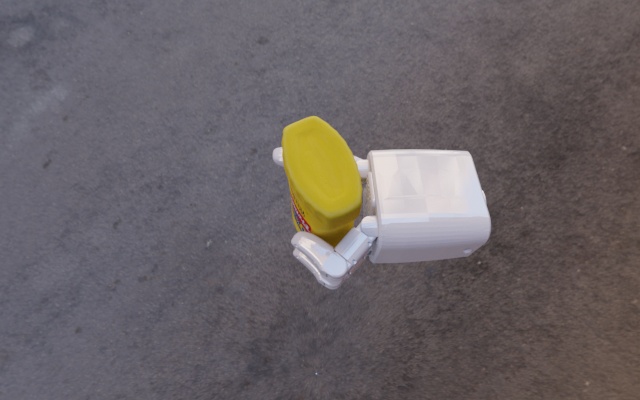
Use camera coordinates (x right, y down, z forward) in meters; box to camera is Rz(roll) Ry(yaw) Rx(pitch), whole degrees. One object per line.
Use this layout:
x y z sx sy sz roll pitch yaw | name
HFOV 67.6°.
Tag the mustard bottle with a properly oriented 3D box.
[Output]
0.000 0.002 0.482 0.058 0.096 0.192 -25 -18 -9 | mustard bottle
